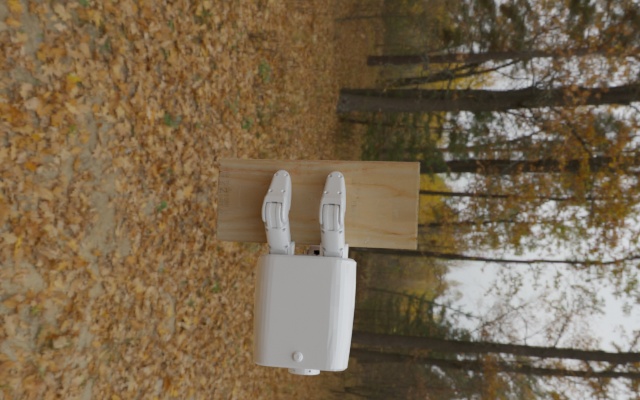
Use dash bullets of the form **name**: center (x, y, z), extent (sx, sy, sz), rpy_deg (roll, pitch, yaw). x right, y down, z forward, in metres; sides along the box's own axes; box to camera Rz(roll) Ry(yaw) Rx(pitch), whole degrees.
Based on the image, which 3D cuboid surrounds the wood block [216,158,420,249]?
- **wood block**: center (0.000, 0.002, 0.527), extent (0.206, 0.090, 0.091), rpy_deg (2, 0, 7)
